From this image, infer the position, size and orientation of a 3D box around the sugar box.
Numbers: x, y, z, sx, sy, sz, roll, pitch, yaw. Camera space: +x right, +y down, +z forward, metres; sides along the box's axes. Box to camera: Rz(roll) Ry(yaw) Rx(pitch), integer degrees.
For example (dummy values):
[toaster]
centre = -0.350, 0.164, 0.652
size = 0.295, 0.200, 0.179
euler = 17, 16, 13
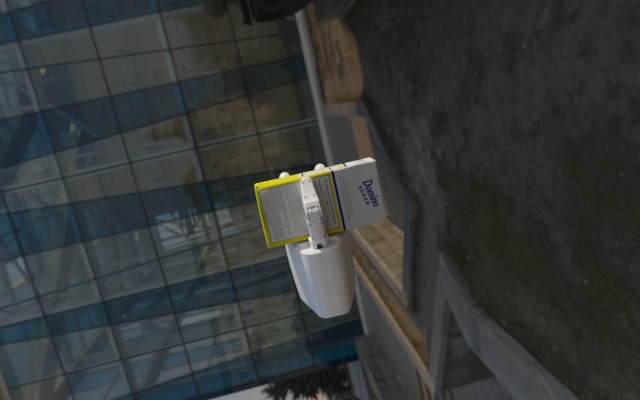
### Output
[sugar box]
centre = 0.000, 0.002, 0.692
size = 0.176, 0.093, 0.048
euler = -13, 12, -4
